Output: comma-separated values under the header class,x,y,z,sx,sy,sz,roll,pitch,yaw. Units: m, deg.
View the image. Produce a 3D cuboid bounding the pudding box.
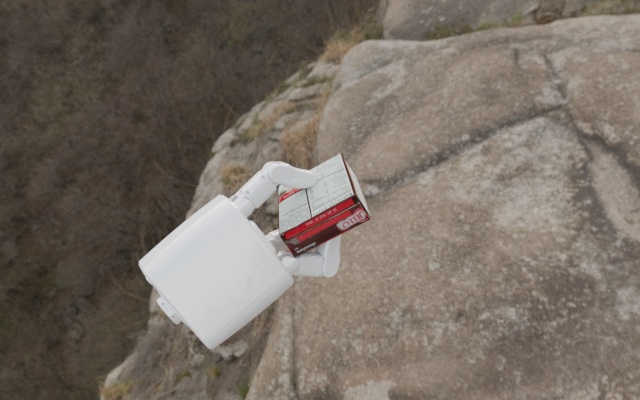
class,x,y,z,sx,sy,sz,roll,pitch,yaw
pudding box,0.000,0.002,0.519,0.090,0.039,0.113,-27,29,9
